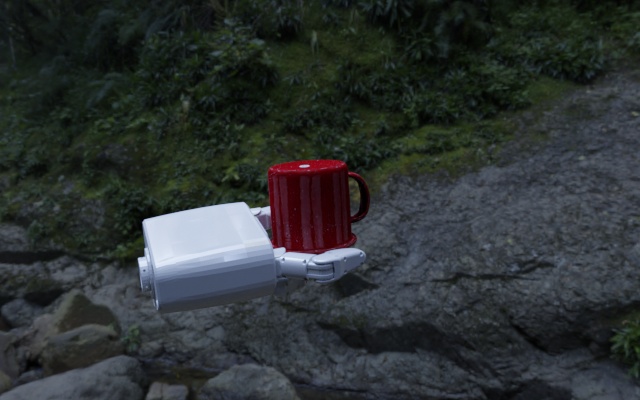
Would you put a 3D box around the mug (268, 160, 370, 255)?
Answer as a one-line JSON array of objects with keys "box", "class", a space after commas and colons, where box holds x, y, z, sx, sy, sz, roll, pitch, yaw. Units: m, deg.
[{"box": [0.001, 0.001, 0.494, 0.117, 0.081, 0.093, -9, 12, -24], "class": "mug"}]
